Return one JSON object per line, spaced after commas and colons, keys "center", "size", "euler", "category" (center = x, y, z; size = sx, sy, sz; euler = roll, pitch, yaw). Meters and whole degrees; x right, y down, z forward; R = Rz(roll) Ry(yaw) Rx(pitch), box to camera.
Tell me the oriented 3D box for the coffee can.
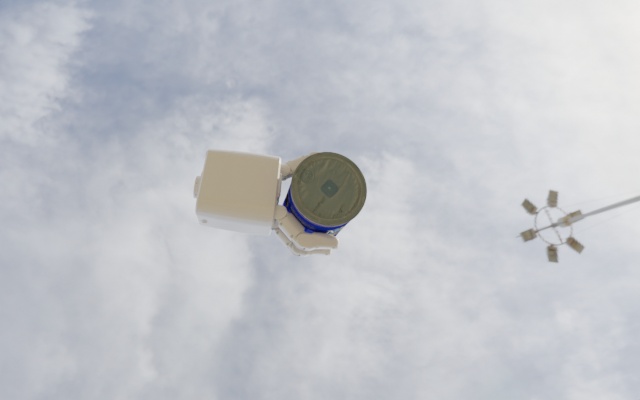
{"center": [0.000, 0.002, 0.694], "size": [0.103, 0.102, 0.140], "euler": [0, -16, -10], "category": "coffee can"}
